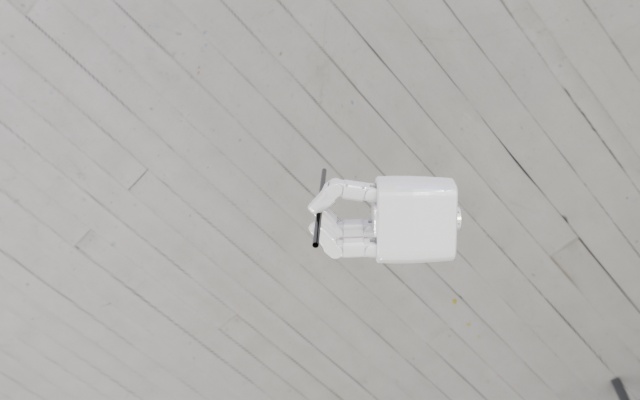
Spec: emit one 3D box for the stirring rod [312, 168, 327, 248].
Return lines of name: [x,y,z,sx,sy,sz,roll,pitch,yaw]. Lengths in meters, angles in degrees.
stirring rod: [0.000,0.002,0.693,0.011,0.011,0.239,0,26,3]
